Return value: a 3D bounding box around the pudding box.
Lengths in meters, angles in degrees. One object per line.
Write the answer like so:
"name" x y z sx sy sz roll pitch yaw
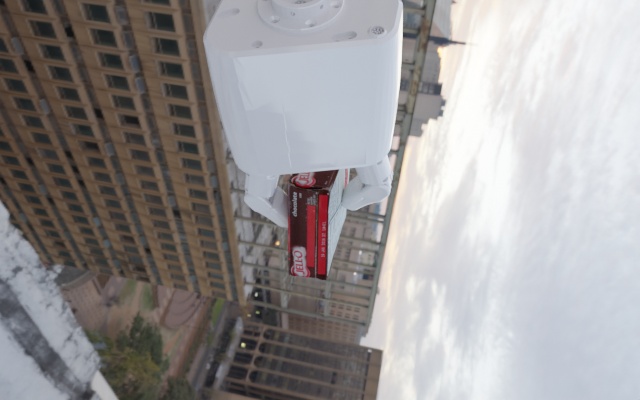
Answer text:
"pudding box" 0.000 0.001 0.425 0.039 0.090 0.113 8 30 10
